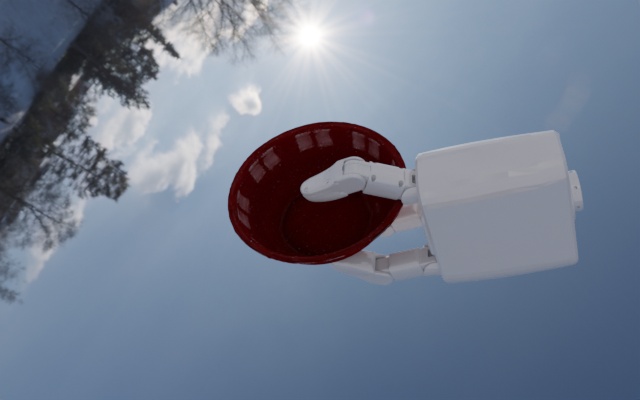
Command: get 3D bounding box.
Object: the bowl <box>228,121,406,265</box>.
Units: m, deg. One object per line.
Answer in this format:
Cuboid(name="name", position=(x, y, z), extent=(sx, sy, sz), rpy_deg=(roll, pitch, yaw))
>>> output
Cuboid(name="bowl", position=(-0.001, 0.002, 0.440), extent=(0.162, 0.162, 0.055), rpy_deg=(0, -38, 13))
